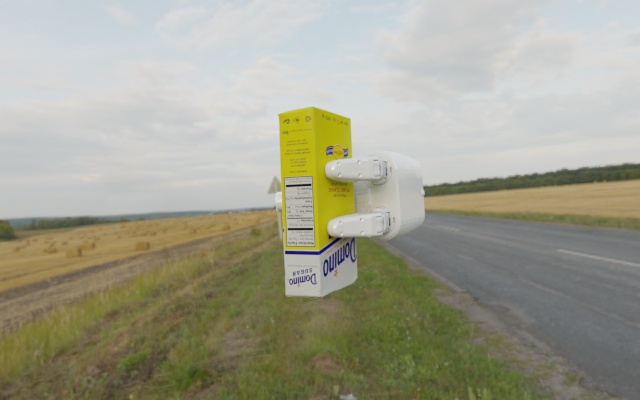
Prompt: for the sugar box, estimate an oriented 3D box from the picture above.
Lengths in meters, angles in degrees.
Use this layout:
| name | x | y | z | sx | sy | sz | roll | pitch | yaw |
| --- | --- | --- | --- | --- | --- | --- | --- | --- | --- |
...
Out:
| name | x | y | z | sx | sy | sz | roll | pitch | yaw |
| --- | --- | --- | --- | --- | --- | --- | --- | --- | --- |
| sugar box | 0.001 | 0.001 | 0.480 | 0.048 | 0.176 | 0.093 | -5 | 0 | 27 |
